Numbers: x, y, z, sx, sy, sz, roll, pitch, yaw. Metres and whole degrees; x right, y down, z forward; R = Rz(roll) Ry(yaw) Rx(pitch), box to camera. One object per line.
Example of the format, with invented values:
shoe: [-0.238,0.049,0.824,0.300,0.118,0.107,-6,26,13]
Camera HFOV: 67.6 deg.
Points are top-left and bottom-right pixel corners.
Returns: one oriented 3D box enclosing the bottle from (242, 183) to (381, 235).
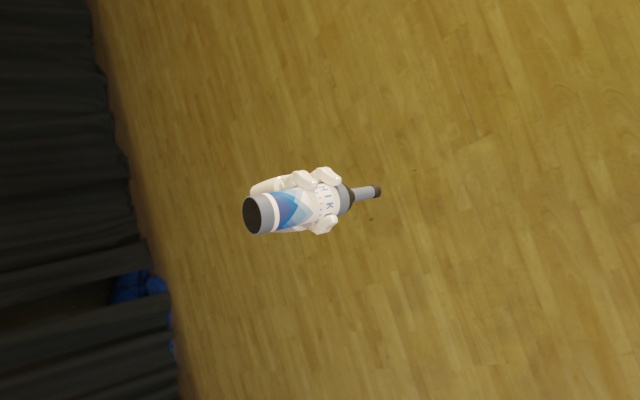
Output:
bottle: [0.000,0.003,0.883,0.295,0.069,0.069,-11,7,-37]
